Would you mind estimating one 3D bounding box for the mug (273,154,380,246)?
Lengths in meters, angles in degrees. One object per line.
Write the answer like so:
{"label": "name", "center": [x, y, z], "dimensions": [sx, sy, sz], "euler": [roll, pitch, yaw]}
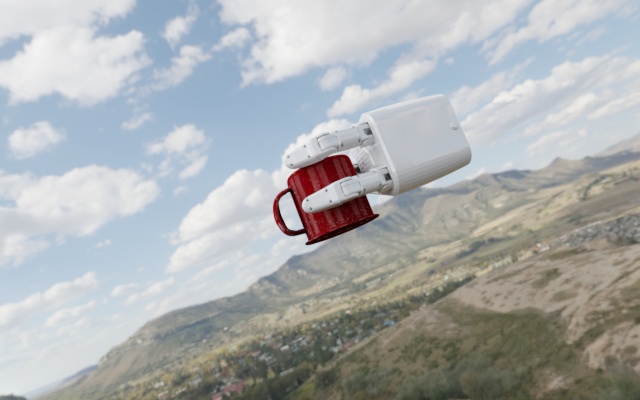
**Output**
{"label": "mug", "center": [-0.001, 0.002, 0.554], "dimensions": [0.117, 0.081, 0.093], "euler": [-19, -9, -18]}
